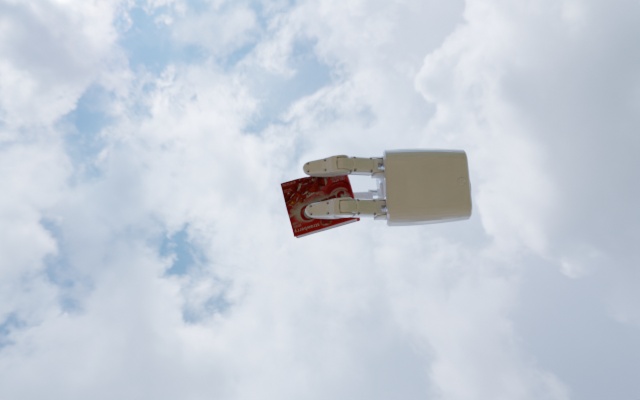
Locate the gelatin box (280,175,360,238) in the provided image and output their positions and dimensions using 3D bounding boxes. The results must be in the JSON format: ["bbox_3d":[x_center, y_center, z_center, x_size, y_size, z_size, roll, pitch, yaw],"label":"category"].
[{"bbox_3d":[0.000,0.002,0.619,0.089,0.073,0.030,-16,-11,3],"label":"gelatin box"}]
